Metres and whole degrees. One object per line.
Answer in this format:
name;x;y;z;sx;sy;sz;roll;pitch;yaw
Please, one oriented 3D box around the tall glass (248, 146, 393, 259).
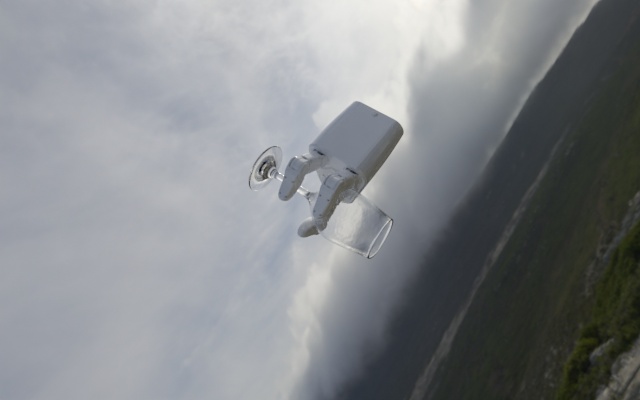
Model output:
tall glass;-0.001;0.002;0.663;0.201;0.079;0.079;32;11;19
